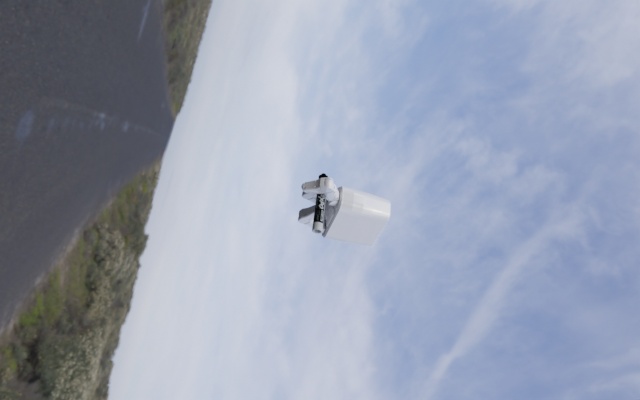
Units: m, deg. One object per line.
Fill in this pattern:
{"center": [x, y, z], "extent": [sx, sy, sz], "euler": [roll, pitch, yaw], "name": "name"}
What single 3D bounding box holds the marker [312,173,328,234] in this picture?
{"center": [0.000, 0.003, 0.883], "extent": [0.020, 0.121, 0.020], "euler": [5, -28, 3], "name": "marker"}
